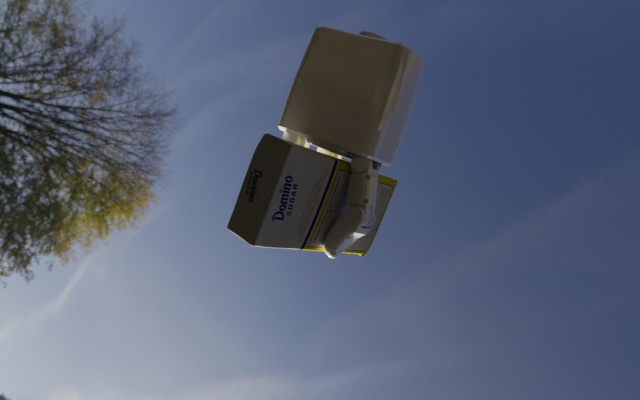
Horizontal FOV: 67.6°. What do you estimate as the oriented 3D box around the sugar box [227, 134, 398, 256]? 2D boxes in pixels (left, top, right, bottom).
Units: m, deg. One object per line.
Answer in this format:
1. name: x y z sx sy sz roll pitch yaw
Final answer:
1. sugar box: 0.000 0.001 0.467 0.048 0.093 0.176 28 9 40
